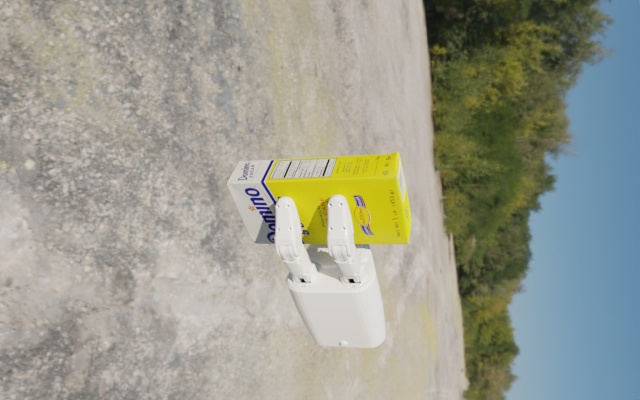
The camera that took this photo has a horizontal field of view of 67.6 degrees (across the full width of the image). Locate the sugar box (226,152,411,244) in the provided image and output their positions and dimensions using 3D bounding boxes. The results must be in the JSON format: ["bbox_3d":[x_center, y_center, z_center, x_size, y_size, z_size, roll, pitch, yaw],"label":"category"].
[{"bbox_3d":[0.000,0.002,0.497,0.176,0.093,0.048,-4,40,17],"label":"sugar box"}]
